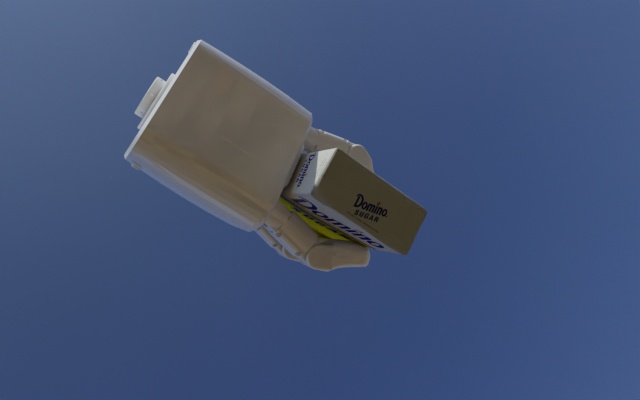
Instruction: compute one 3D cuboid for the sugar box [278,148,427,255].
[{"bbox_3d":[0.000,0.002,0.417,0.093,0.048,0.176,33,-10,-22],"label":"sugar box"}]
